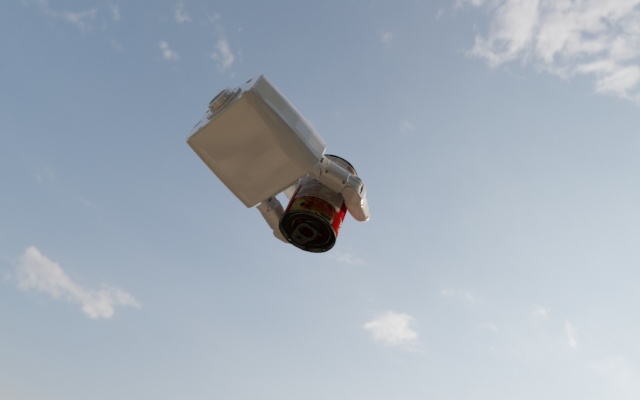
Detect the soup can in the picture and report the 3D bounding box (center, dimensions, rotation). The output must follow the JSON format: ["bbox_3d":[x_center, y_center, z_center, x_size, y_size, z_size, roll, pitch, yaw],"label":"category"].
[{"bbox_3d":[0.001,0.002,0.564,0.068,0.068,0.102,0,43,25],"label":"soup can"}]
